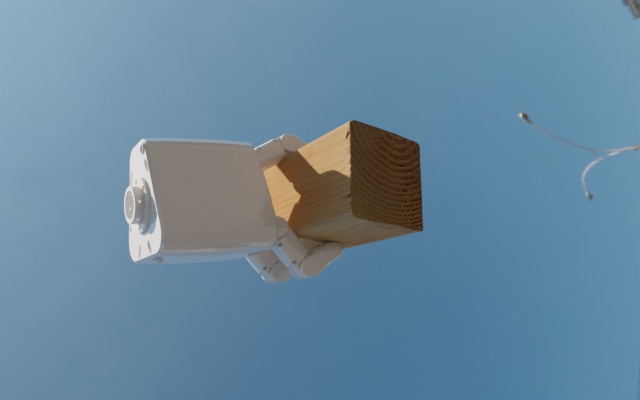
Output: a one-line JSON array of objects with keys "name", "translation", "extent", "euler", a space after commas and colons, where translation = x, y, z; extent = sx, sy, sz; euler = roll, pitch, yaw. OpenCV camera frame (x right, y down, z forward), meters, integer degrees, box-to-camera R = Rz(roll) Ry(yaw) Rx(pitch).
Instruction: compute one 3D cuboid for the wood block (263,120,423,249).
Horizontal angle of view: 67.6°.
[{"name": "wood block", "translation": [0.000, 0.001, 0.504], "extent": [0.090, 0.090, 0.206], "euler": [12, -20, -35]}]
